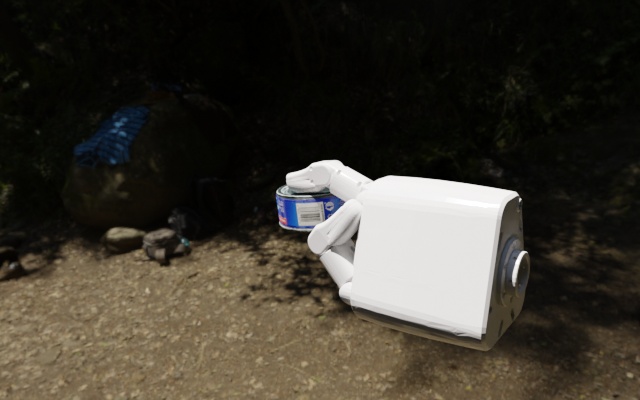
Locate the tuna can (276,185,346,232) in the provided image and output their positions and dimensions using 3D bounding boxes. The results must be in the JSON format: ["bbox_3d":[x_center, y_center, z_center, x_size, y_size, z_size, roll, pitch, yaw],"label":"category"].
[{"bbox_3d":[0.000,0.001,0.466,0.086,0.034,0.086,-7,14,2],"label":"tuna can"}]
